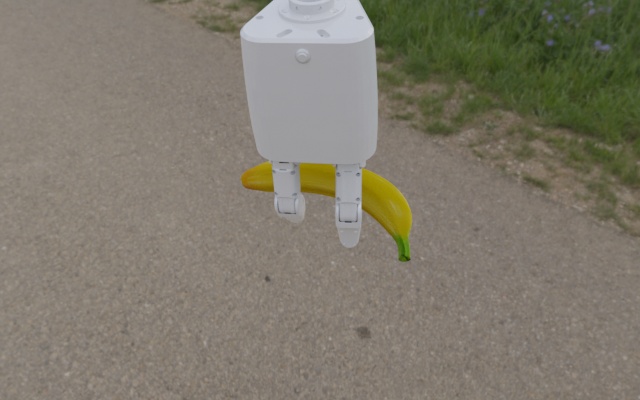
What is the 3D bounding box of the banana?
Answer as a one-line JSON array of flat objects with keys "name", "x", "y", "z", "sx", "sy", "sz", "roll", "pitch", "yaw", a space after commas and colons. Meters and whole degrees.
[{"name": "banana", "x": 0.013, "y": -0.010, "z": 0.481, "sx": 0.198, "sy": 0.069, "sz": 0.037, "roll": 23, "pitch": -32, "yaw": 23}]
